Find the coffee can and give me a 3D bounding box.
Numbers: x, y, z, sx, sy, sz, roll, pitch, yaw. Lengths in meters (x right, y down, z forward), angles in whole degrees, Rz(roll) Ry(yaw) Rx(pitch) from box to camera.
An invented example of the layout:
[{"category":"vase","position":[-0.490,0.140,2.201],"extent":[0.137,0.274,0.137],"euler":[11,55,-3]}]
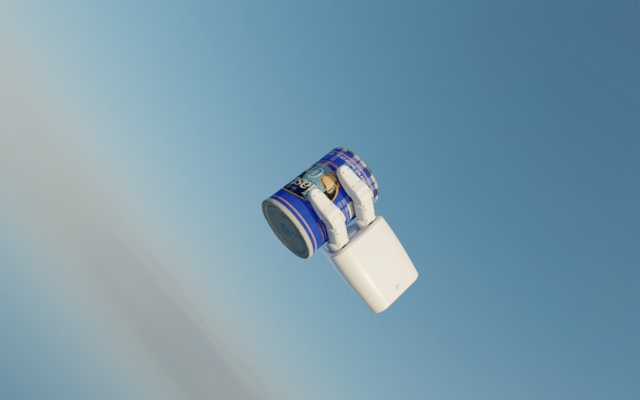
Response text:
[{"category":"coffee can","position":[0.000,0.002,0.697],"extent":[0.140,0.103,0.103],"euler":[-38,17,-23]}]
